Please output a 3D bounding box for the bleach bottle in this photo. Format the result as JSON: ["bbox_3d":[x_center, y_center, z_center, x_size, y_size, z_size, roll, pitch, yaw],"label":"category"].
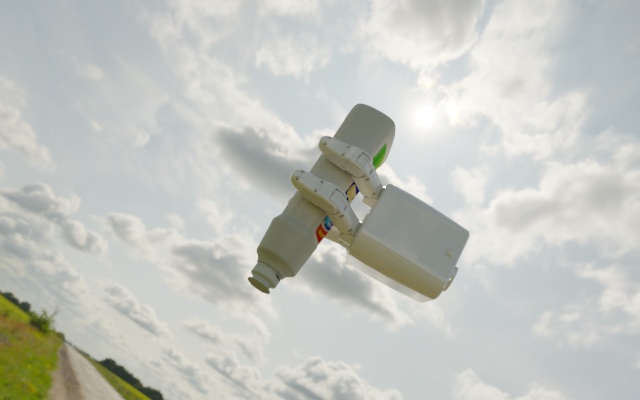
[{"bbox_3d":[0.000,0.002,0.554,0.068,0.250,0.103,30,-28,10],"label":"bleach bottle"}]
